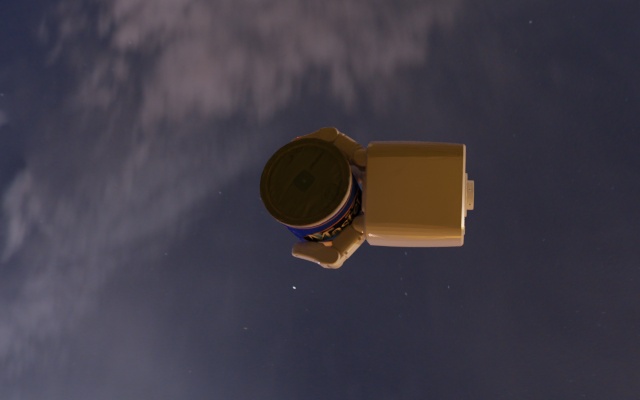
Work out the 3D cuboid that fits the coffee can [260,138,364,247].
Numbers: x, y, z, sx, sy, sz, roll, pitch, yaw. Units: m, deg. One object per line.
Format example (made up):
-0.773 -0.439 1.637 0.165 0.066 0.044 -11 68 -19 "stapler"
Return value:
0.000 0.002 0.575 0.103 0.102 0.140 0 -20 16 "coffee can"
